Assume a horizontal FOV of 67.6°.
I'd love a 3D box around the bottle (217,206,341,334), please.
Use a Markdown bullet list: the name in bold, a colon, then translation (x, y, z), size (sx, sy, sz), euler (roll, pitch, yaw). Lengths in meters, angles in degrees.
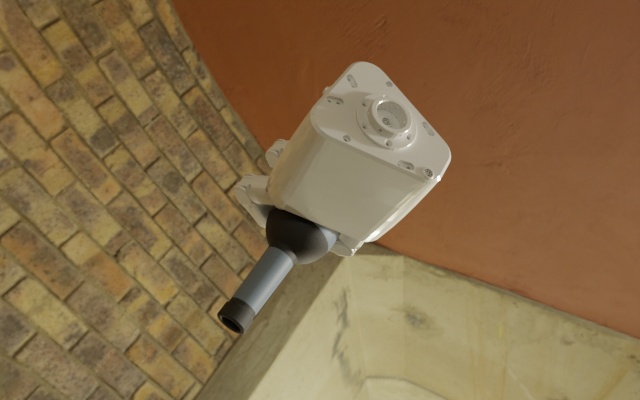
- **bottle**: translation (0.000, 0.001, 0.465), size (0.069, 0.069, 0.295), euler (0, 42, 41)
